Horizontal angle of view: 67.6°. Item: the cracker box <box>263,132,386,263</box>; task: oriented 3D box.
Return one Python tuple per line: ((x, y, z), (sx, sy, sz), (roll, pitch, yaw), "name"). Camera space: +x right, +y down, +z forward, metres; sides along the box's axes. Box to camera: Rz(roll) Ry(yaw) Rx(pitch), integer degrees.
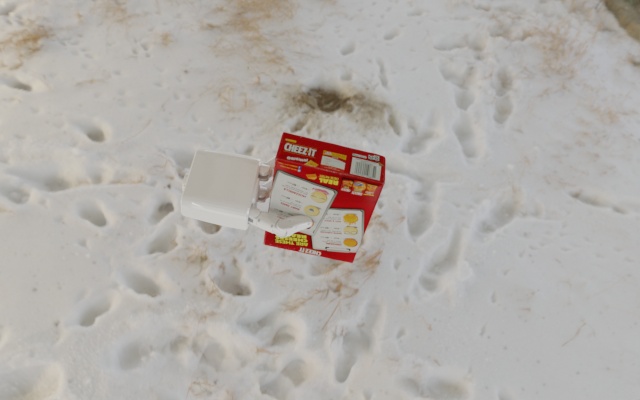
((0.000, 0.003, 0.780), (0.164, 0.072, 0.214), (12, -41, -2), "cracker box")
